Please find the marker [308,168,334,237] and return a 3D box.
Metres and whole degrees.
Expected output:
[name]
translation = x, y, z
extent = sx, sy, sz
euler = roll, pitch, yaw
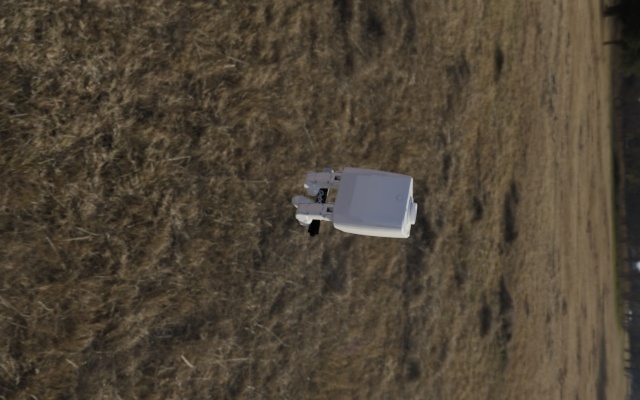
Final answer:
[marker]
translation = 0.000, 0.003, 0.793
extent = 0.020, 0.121, 0.020
euler = 12, -22, 5
